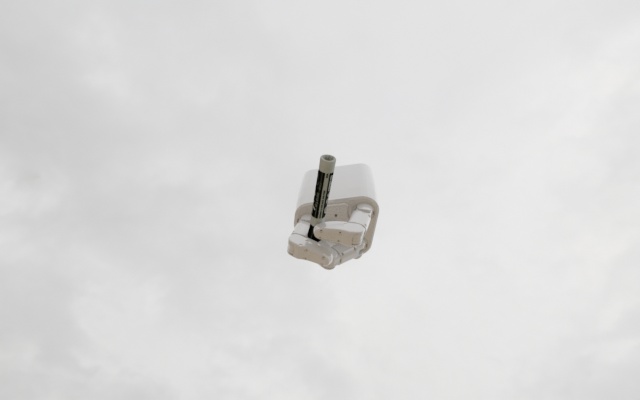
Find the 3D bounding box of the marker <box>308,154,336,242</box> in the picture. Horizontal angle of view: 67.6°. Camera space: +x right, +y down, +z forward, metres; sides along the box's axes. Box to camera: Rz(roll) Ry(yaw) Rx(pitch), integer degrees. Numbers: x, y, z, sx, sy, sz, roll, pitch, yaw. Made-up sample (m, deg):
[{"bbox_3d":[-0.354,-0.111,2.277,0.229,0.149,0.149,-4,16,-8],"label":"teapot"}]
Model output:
[{"bbox_3d":[0.000,0.002,0.572,0.020,0.121,0.020,7,32,-4],"label":"marker"}]
